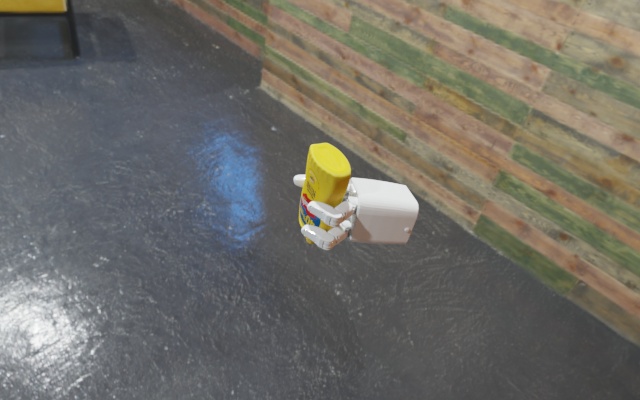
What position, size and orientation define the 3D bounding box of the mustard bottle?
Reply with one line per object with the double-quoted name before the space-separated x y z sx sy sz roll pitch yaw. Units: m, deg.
"mustard bottle" 0.000 0.003 0.830 0.058 0.192 0.096 -11 45 -26
